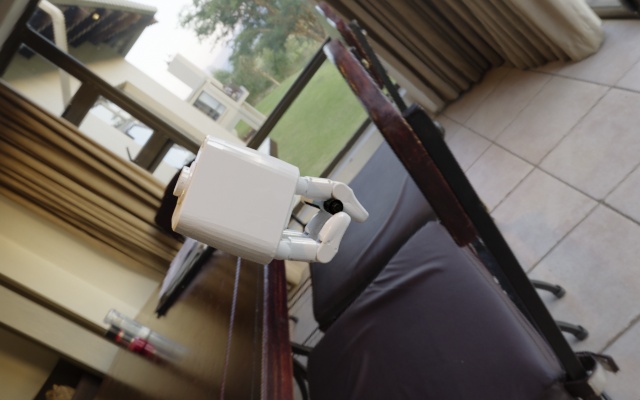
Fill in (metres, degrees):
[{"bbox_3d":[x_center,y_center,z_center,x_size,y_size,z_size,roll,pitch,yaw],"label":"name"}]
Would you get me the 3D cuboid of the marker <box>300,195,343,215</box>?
[{"bbox_3d":[0.000,0.002,0.581,0.020,0.020,0.121,0,6,-18],"label":"marker"}]
